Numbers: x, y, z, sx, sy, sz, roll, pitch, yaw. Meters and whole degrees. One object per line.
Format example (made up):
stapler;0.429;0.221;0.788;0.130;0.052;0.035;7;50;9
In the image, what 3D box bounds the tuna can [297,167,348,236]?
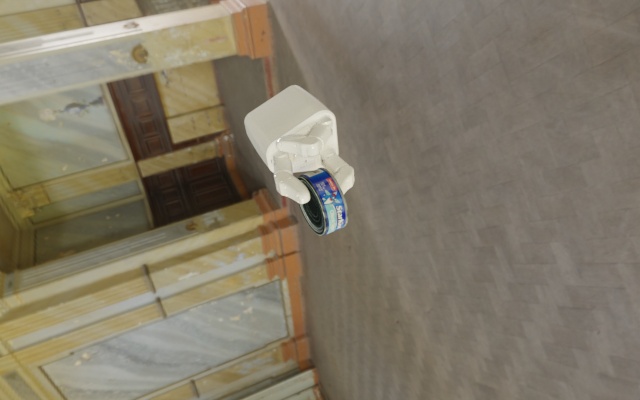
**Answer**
tuna can;0.000;0.002;0.628;0.034;0.086;0.086;-22;8;-20
